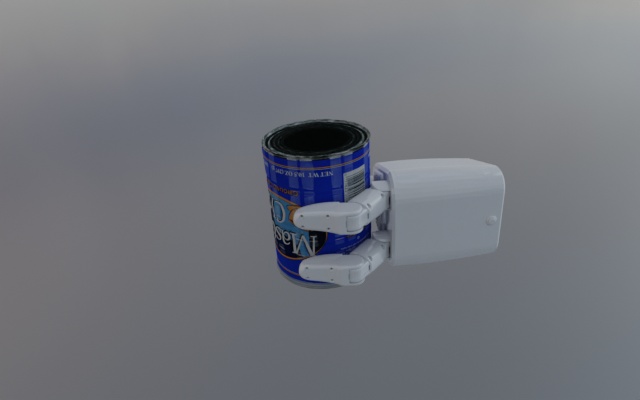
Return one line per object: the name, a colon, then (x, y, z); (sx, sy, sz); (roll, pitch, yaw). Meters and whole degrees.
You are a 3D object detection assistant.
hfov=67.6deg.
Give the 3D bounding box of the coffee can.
coffee can: (0.000, 0.002, 0.479); (0.103, 0.140, 0.102); (-3, 28, 2)
